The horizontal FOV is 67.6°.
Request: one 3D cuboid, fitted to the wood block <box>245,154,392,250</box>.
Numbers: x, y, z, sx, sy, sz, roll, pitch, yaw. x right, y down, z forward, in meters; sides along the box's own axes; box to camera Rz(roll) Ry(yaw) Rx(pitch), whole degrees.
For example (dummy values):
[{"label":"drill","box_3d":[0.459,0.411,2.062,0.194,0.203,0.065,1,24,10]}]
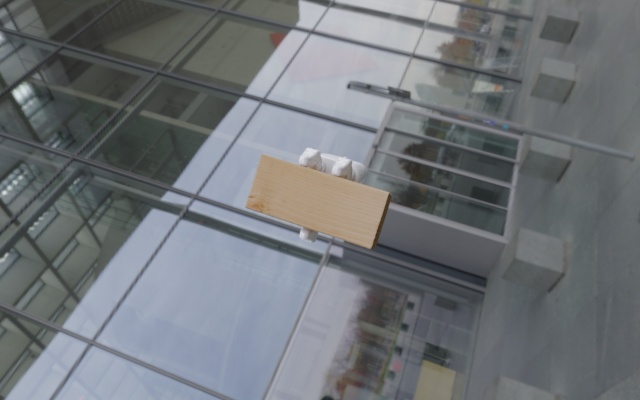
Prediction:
[{"label":"wood block","box_3d":[0.000,0.003,0.761,0.206,0.091,0.090,17,0,12]}]
